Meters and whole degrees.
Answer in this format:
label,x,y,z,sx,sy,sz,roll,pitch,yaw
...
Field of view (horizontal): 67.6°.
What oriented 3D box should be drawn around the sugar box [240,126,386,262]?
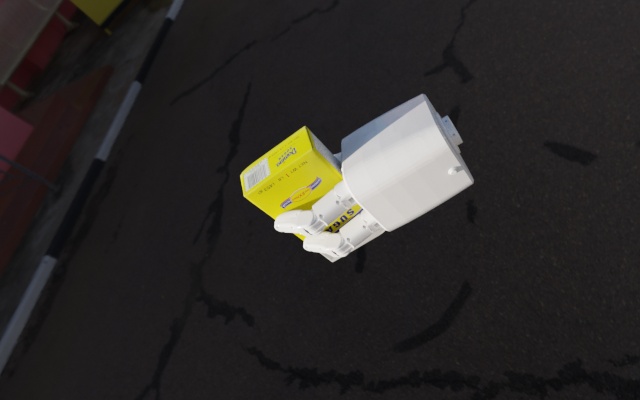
label,x,y,z,sx,sy,sz,roll,pitch,yaw
sugar box,0.000,0.002,0.551,0.093,0.048,0.176,-33,-47,17
